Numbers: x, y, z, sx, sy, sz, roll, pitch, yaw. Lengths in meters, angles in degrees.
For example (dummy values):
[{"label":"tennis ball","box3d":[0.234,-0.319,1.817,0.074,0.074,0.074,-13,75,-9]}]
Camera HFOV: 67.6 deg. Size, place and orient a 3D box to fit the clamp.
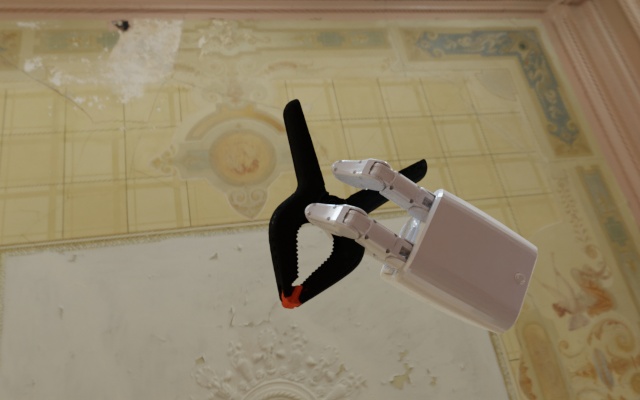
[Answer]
[{"label":"clamp","box3d":[0.000,0.002,0.469,0.164,0.210,0.036,30,-26,0]}]
